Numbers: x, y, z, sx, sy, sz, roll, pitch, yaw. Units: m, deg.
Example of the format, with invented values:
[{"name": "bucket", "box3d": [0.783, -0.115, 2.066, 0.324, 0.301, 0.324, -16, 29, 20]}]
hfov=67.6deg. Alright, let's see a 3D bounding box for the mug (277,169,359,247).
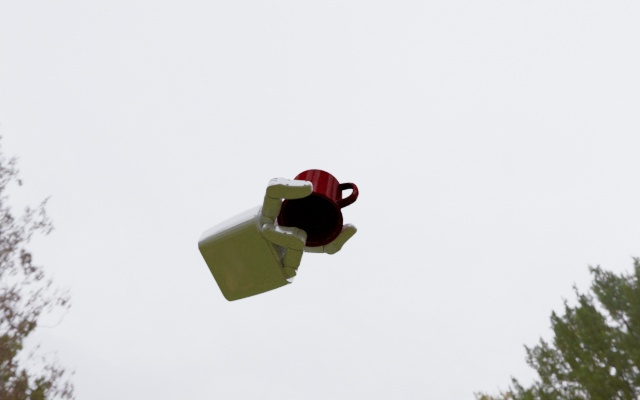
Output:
[{"name": "mug", "box3d": [0.001, 0.002, 0.686, 0.117, 0.093, 0.081, -22, 26, 19]}]
